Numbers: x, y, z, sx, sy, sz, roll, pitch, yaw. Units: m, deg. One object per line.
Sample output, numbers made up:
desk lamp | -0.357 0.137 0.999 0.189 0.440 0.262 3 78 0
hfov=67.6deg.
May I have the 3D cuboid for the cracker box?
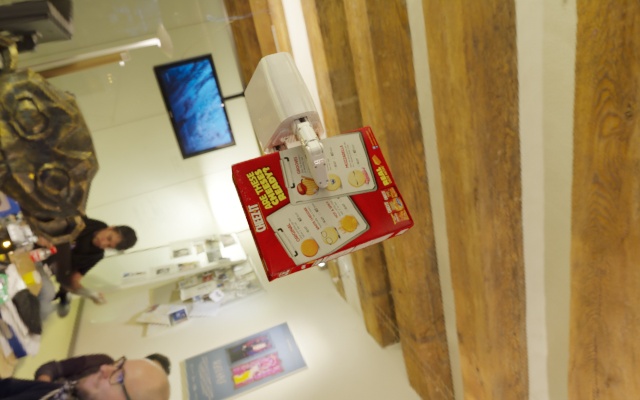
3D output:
cracker box | 0.000 0.002 0.681 0.213 0.164 0.072 -18 -15 -14
